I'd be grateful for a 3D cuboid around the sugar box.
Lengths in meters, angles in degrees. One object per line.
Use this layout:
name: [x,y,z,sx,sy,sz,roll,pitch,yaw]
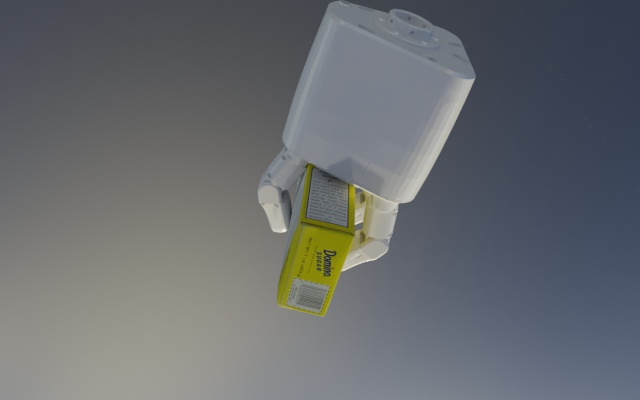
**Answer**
sugar box: [0.001,0.001,0.417,0.048,0.093,0.176,15,37,-4]
